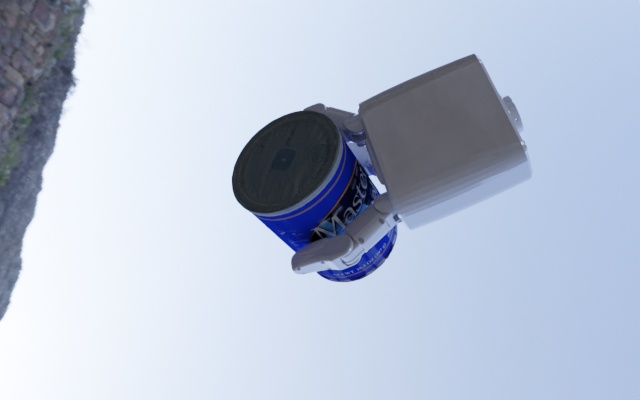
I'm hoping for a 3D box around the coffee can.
[{"bbox_3d":[0.000,0.001,0.442,0.103,0.102,0.140,0,-31,31],"label":"coffee can"}]
